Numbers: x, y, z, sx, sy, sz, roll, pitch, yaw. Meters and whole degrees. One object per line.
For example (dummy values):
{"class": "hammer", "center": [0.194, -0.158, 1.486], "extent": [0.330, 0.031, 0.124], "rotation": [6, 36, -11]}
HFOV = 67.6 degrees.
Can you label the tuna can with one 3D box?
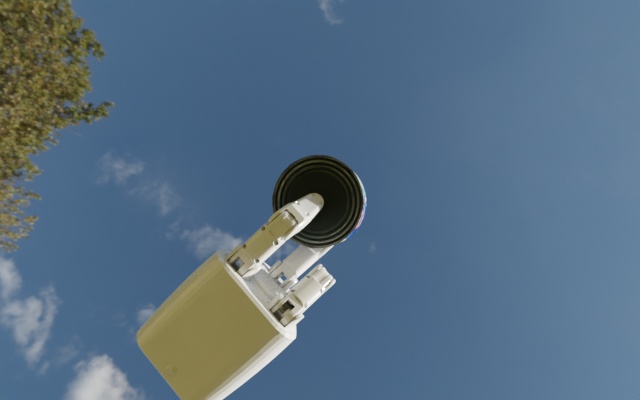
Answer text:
{"class": "tuna can", "center": [0.000, 0.001, 0.452], "extent": [0.086, 0.086, 0.034], "rotation": [0, -2, 12]}
